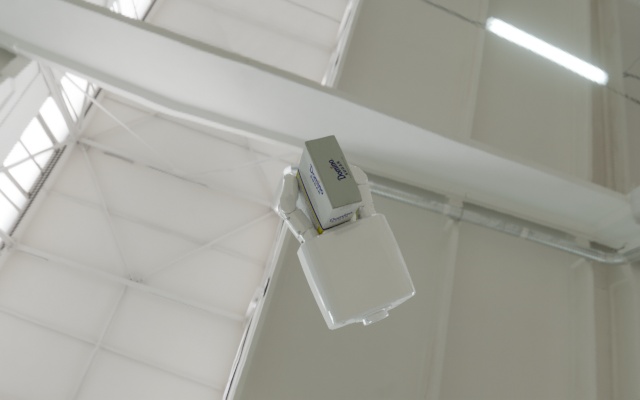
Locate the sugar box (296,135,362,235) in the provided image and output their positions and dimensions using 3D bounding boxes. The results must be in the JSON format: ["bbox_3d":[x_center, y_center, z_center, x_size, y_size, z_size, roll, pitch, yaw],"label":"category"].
[{"bbox_3d":[0.001,0.002,0.621,0.048,0.093,0.176,-15,-21,-20],"label":"sugar box"}]
